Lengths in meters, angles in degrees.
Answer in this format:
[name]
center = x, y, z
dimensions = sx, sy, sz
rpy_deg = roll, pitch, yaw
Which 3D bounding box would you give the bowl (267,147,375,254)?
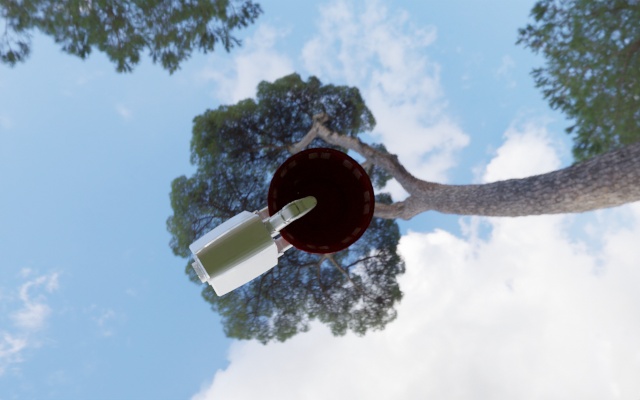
[bowl]
center = 0.001, 0.002, 0.738
dimensions = 0.162, 0.162, 0.055
rpy_deg = 0, -7, -3
